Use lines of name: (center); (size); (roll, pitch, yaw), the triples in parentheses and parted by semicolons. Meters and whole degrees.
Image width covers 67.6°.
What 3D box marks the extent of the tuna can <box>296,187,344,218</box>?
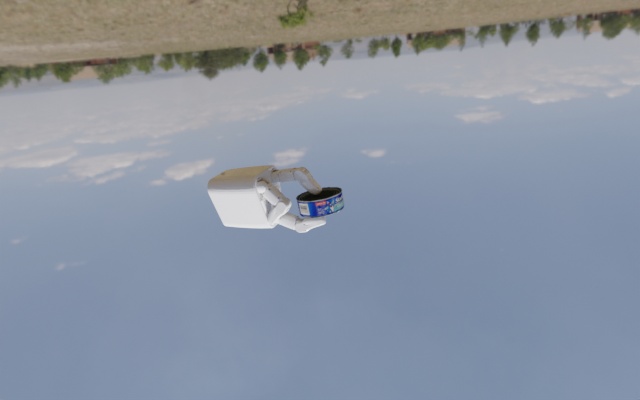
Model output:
tuna can: (0.000, 0.003, 0.879); (0.086, 0.034, 0.086); (-10, 15, 3)
